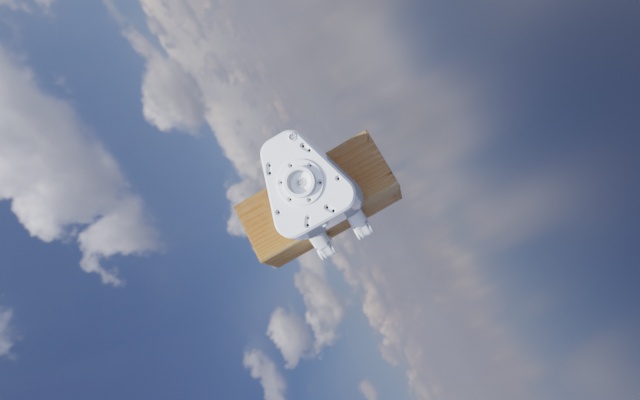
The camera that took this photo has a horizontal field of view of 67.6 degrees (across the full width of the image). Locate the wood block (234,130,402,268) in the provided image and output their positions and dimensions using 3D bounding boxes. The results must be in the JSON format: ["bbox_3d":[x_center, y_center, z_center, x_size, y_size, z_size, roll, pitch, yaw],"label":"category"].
[{"bbox_3d":[0.000,0.002,0.664,0.206,0.090,0.090,-29,-16,5],"label":"wood block"}]
